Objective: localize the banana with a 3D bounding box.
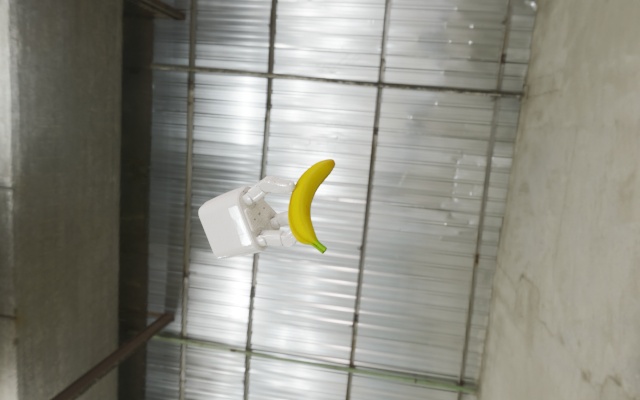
[{"bbox_3d":[-0.017,-0.001,0.795,0.069,0.197,0.037,20,-38,-16],"label":"banana"}]
